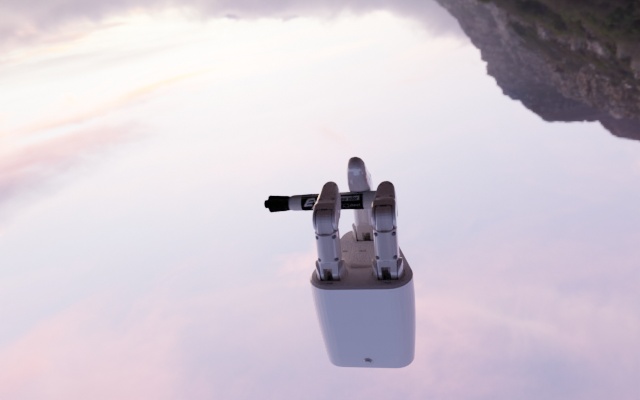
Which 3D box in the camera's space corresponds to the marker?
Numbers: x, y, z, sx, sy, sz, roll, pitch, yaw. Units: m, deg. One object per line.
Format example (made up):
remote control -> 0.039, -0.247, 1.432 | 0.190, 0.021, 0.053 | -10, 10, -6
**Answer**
marker -> 0.000, 0.002, 0.490 | 0.121, 0.020, 0.020 | -3, -1, 14
